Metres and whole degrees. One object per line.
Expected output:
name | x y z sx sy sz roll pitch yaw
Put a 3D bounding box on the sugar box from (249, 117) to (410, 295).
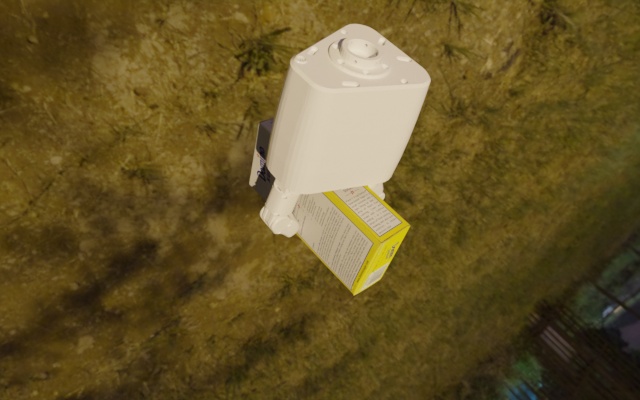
sugar box | 0.001 0.001 0.477 0.048 0.176 0.093 -25 -30 -33
